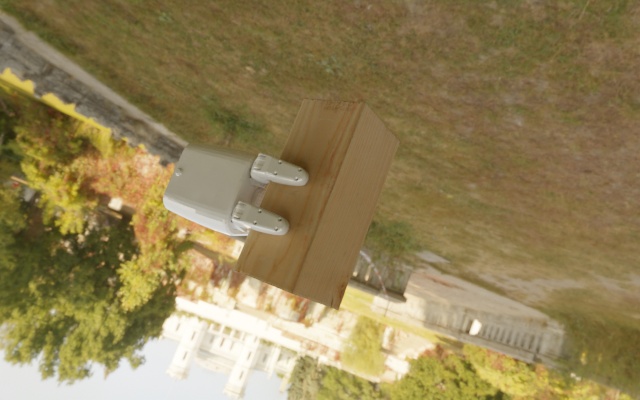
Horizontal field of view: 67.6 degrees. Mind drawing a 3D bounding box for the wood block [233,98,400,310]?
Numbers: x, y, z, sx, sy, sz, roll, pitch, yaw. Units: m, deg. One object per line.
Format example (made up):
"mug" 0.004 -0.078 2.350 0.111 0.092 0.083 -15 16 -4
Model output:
"wood block" 0.000 0.002 0.528 0.090 0.206 0.091 13 -13 38
